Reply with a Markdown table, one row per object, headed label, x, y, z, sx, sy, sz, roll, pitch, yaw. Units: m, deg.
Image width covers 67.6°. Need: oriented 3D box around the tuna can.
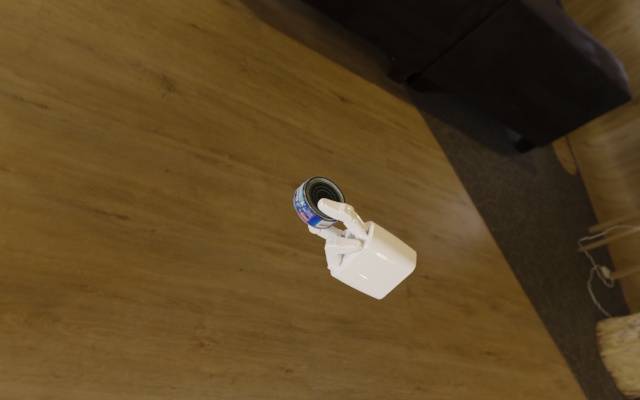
| label | x | y | z | sx | sy | sz | roll | pitch | yaw |
| --- | --- | --- | --- | --- | --- | --- | --- | --- | --- |
| tuna can | 0.000 | 0.002 | 0.793 | 0.086 | 0.086 | 0.034 | 0 | -28 | -36 |
